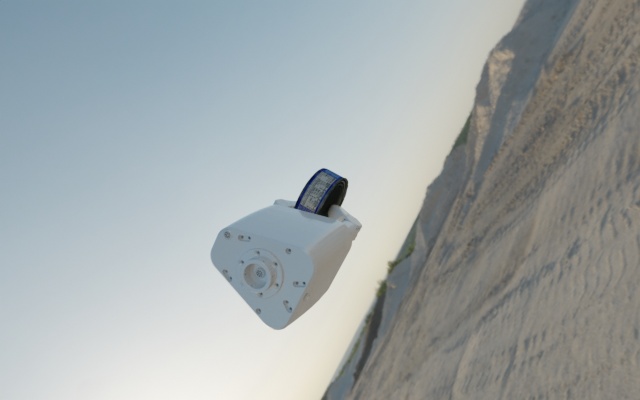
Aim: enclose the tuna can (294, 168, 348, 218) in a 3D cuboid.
[{"bbox_3d":[0.000,0.002,0.619,0.033,0.086,0.086,29,9,16],"label":"tuna can"}]
